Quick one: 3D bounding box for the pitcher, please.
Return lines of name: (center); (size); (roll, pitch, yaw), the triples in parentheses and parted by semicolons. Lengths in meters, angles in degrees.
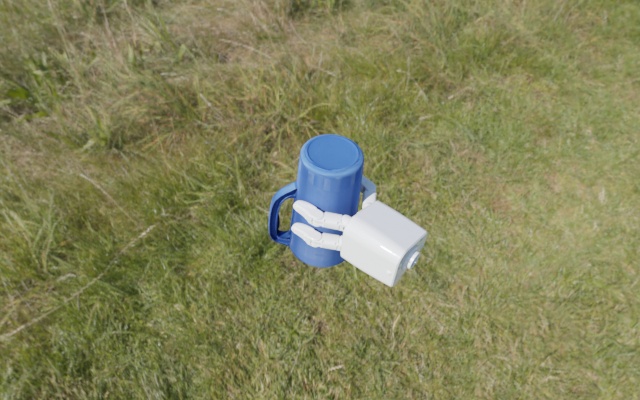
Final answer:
pitcher: (0.000, 0.003, 0.876); (0.145, 0.243, 0.149); (33, 52, 24)
